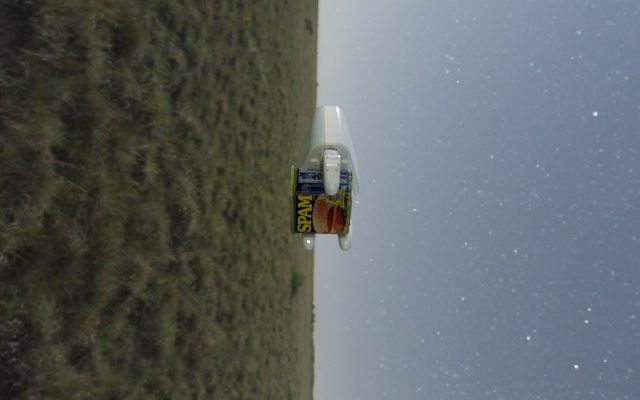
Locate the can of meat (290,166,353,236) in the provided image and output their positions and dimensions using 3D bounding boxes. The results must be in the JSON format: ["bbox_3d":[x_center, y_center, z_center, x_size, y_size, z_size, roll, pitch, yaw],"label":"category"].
[{"bbox_3d":[0.000,0.002,0.674,0.084,0.102,0.057,1,41,-2],"label":"can of meat"}]
